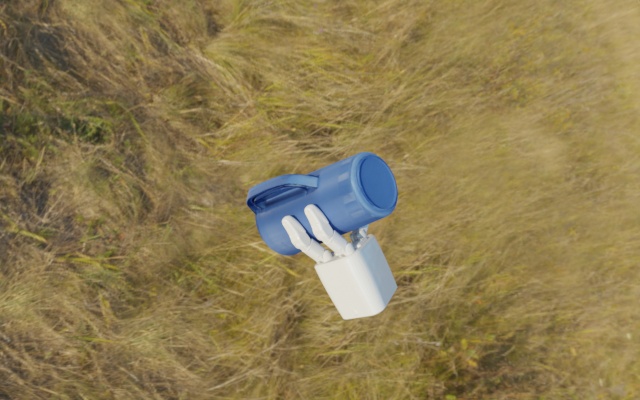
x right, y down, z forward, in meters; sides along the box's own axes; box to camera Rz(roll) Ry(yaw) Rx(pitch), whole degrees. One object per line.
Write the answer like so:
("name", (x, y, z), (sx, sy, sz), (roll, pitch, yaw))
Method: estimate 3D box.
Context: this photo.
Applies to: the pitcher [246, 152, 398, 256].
("pitcher", (0.000, 0.003, 0.810), (0.243, 0.145, 0.149), (-23, 4, 44))
